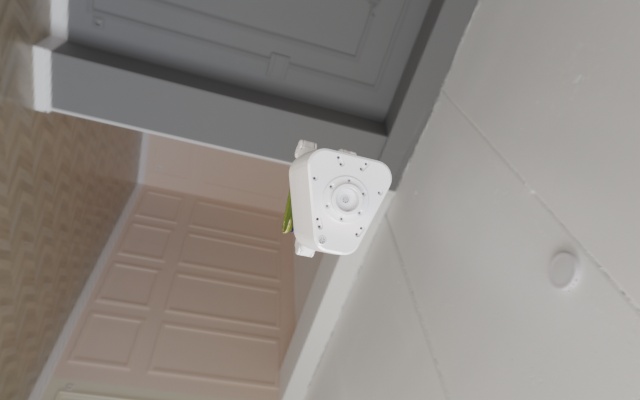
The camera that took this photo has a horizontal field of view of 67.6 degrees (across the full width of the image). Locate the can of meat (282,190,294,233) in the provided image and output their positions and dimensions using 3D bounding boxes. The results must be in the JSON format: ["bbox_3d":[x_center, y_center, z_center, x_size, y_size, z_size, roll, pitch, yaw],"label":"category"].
[{"bbox_3d":[0.000,0.002,0.648,0.084,0.102,0.057,12,-6,-11],"label":"can of meat"}]
